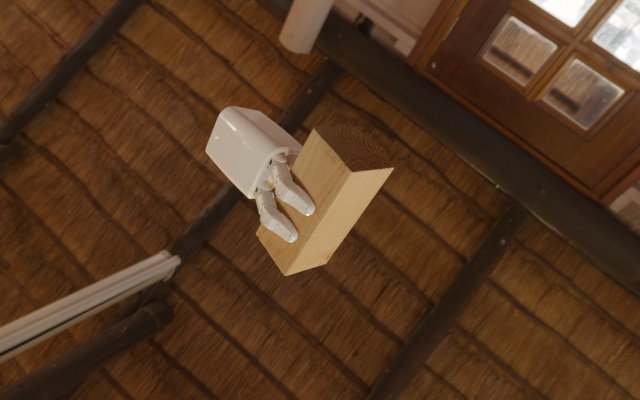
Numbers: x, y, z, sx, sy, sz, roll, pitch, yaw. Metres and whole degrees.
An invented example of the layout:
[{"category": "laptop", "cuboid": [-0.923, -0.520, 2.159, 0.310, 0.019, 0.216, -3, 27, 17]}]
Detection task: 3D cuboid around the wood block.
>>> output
[{"category": "wood block", "cuboid": [0.000, 0.002, 0.684, 0.091, 0.090, 0.206, -11, -37, -45]}]
